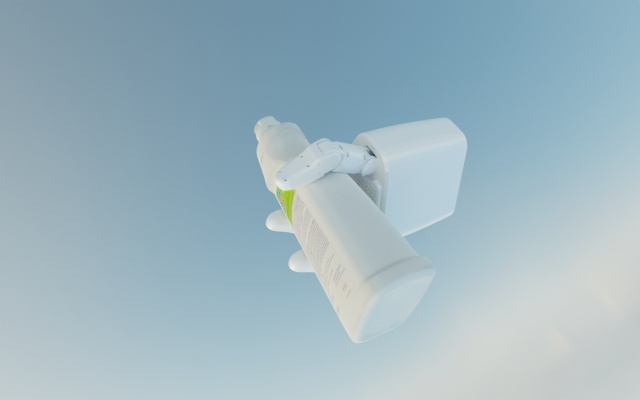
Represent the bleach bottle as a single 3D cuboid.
[{"bbox_3d":[0.000,0.002,0.452,0.068,0.250,0.103,-17,-36,-25],"label":"bleach bottle"}]
